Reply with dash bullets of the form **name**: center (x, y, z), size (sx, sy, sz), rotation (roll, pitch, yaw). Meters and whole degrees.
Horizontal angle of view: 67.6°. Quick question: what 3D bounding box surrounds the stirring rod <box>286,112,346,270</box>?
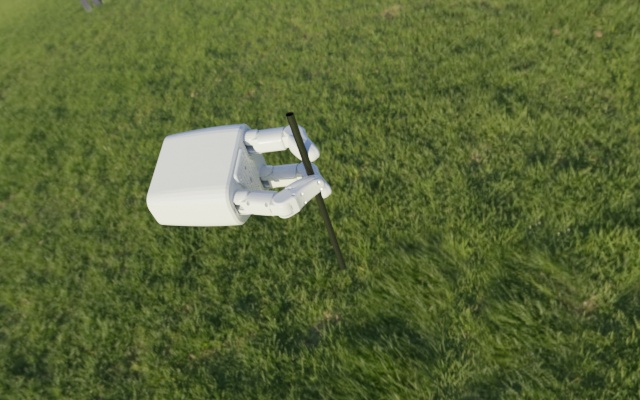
- **stirring rod**: center (0.000, 0.002, 0.540), size (0.011, 0.240, 0.011), rotation (-11, 42, 10)
